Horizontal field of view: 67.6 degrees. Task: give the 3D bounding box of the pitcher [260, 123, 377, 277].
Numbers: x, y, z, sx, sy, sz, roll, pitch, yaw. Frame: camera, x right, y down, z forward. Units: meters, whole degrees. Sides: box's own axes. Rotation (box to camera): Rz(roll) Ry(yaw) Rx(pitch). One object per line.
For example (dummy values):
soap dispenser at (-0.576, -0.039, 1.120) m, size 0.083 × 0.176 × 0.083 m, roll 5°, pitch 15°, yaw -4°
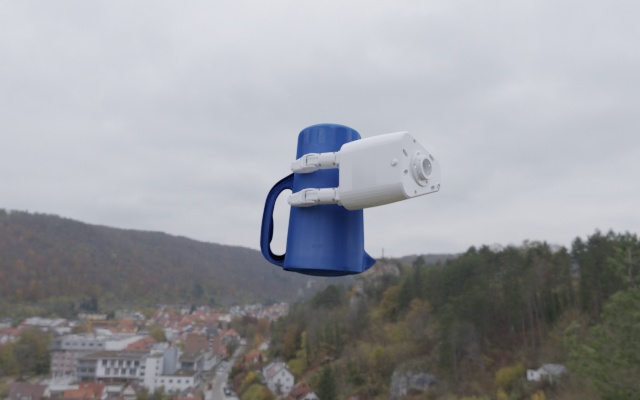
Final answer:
pitcher at (0.000, 0.003, 0.787) m, size 0.145 × 0.242 × 0.149 m, roll -10°, pitch -17°, yaw 44°
